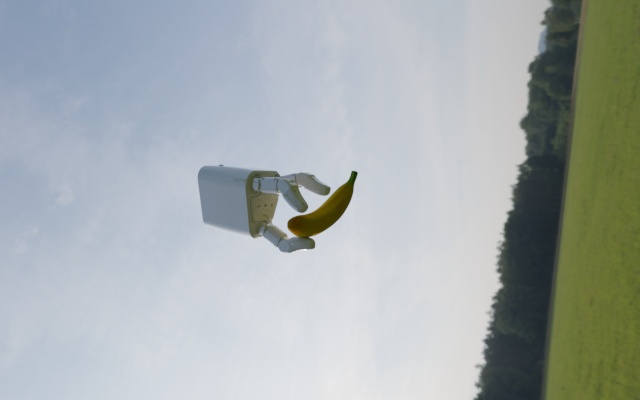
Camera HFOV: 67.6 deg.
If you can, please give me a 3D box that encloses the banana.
[{"bbox_3d":[0.003,0.017,0.772,0.037,0.070,0.197,13,33,28],"label":"banana"}]
